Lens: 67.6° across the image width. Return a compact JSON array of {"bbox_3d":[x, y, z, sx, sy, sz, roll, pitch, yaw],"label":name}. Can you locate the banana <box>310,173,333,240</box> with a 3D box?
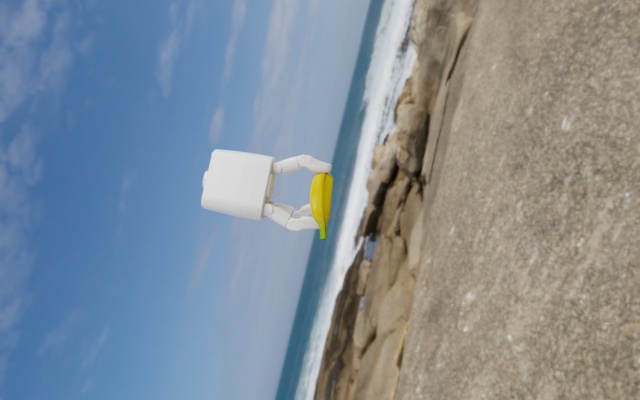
[{"bbox_3d":[0.002,-0.012,0.826,0.037,0.070,0.197,6,28,1],"label":"banana"}]
